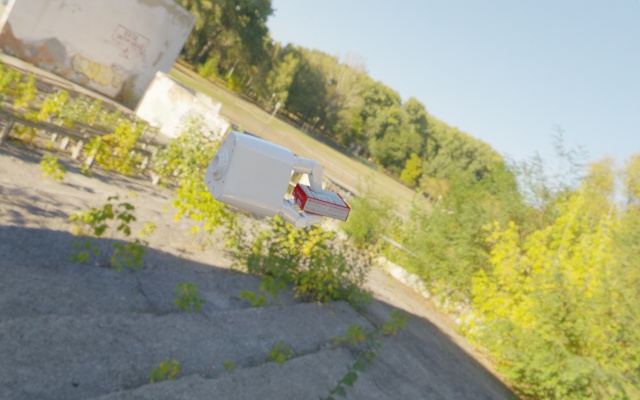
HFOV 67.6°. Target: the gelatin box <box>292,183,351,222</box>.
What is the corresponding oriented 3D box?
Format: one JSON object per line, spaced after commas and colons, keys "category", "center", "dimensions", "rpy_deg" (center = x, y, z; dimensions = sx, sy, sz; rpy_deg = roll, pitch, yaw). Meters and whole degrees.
{"category": "gelatin box", "center": [0.001, 0.002, 0.848], "dimensions": [0.089, 0.030, 0.073], "rpy_deg": [14, 16, -21]}
